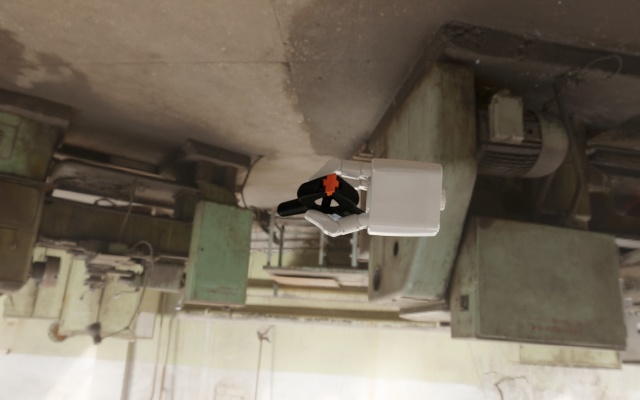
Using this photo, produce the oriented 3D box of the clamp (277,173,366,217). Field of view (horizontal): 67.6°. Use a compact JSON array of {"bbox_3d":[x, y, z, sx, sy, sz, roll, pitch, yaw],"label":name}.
[{"bbox_3d":[0.000,0.003,0.757,0.164,0.036,0.210,4,-15,6],"label":"clamp"}]
